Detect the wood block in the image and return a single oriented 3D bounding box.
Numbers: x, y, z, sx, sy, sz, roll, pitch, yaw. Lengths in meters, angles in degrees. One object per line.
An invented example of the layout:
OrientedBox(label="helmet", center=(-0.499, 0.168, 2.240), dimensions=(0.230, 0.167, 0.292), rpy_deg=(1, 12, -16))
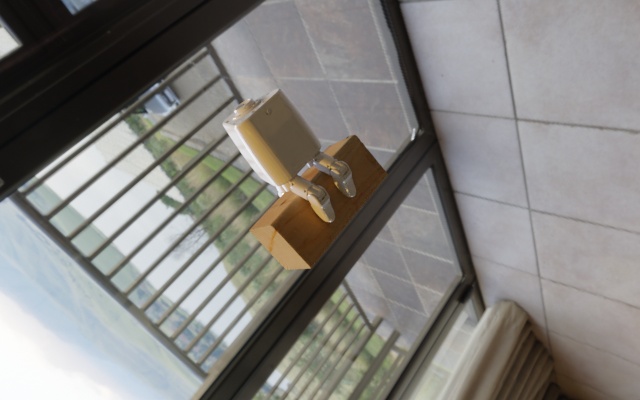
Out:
OrientedBox(label="wood block", center=(0.000, 0.002, 0.750), dimensions=(0.206, 0.090, 0.091), rpy_deg=(-48, 15, -26))
